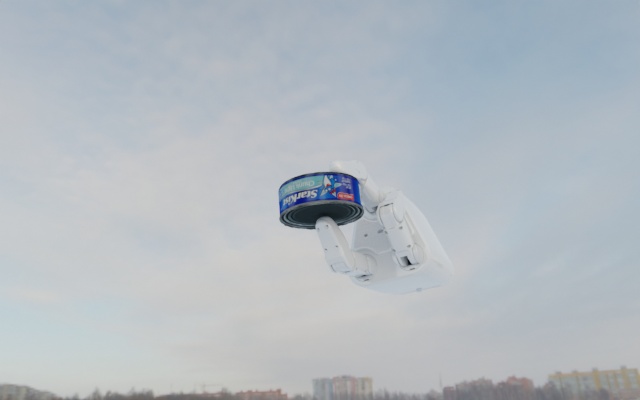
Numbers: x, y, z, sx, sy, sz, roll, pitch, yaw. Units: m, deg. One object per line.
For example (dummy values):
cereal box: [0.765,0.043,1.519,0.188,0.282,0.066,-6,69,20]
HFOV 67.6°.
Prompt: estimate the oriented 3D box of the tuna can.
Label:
tuna can: [0.000,0.001,0.484,0.086,0.033,0.086,-5,-19,-2]
